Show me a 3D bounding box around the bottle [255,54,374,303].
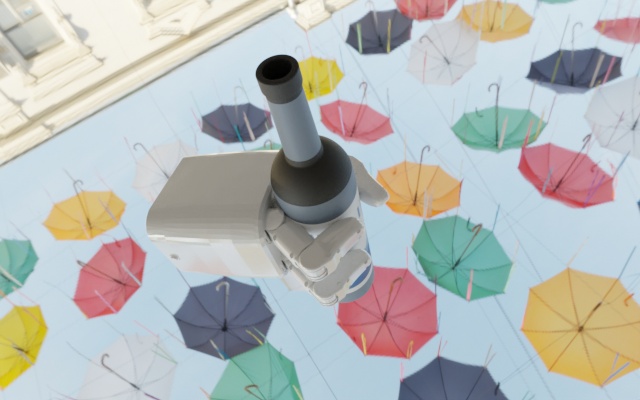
[{"bbox_3d":[0.000,0.001,0.408,0.069,0.069,0.296,0,-33,12],"label":"bottle"}]
